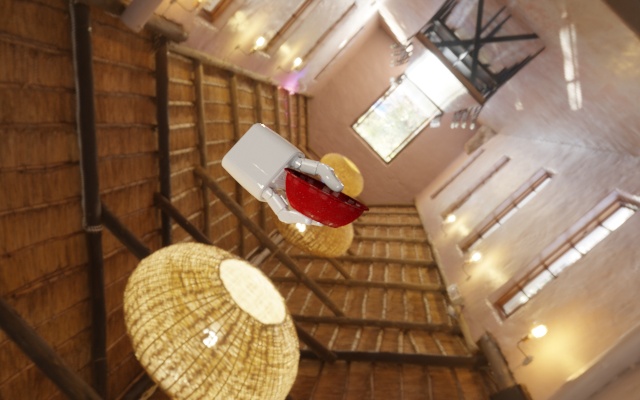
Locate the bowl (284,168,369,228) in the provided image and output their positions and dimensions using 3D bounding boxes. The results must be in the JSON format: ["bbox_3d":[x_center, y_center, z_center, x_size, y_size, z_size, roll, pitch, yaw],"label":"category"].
[{"bbox_3d":[0.001,0.004,0.815,0.162,0.055,0.162,26,6,-3],"label":"bowl"}]
